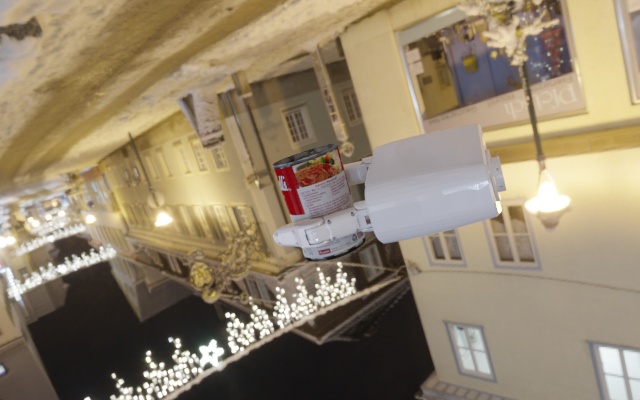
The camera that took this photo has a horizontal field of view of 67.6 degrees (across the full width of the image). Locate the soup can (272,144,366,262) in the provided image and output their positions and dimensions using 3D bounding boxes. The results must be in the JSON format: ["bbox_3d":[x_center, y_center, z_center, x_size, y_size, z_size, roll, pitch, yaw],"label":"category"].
[{"bbox_3d":[0.000,0.002,0.479,0.068,0.102,0.068,-17,12,4],"label":"soup can"}]
